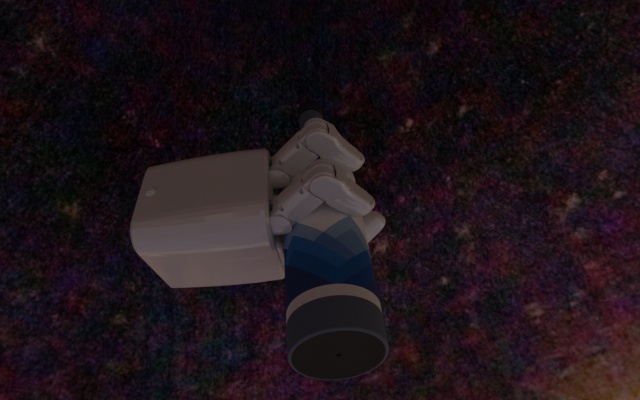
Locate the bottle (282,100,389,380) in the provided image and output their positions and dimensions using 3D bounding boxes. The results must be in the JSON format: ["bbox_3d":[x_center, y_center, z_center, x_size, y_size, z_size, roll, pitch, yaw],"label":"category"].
[{"bbox_3d":[0.000,0.002,0.417,0.069,0.069,0.295,0,43,-6],"label":"bottle"}]
